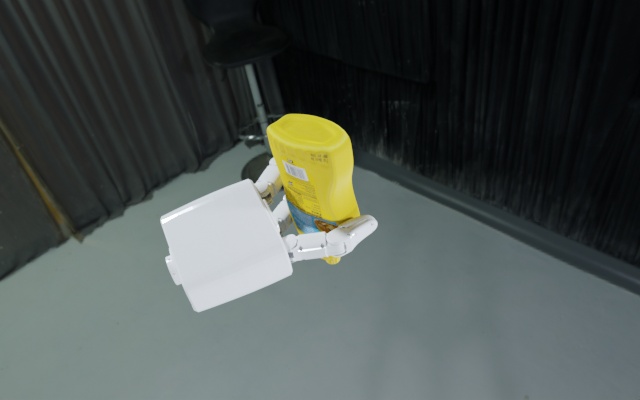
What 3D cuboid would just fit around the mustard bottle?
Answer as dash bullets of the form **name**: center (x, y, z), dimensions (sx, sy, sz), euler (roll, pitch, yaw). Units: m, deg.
- **mustard bottle**: center (0.000, 0.001, 0.538), dimensions (0.096, 0.192, 0.058), euler (24, 50, 36)
